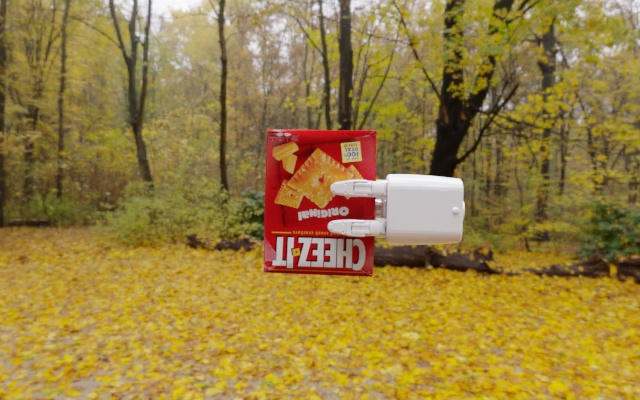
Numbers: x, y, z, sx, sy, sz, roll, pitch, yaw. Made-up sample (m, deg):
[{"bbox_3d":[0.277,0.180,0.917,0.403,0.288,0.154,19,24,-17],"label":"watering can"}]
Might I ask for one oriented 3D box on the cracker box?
[{"bbox_3d":[0.000,0.002,0.717,0.164,0.213,0.072,2,-1,4],"label":"cracker box"}]
